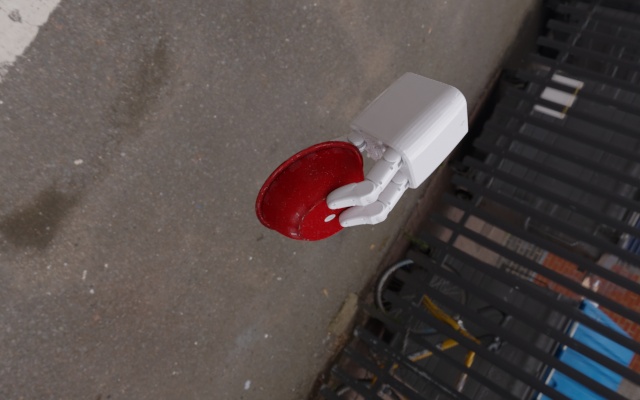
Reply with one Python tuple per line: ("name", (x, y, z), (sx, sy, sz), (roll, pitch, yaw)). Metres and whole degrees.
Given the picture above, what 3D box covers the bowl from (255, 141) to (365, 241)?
("bowl", (-0.001, 0.003, 0.616), (0.162, 0.055, 0.162), (-24, -33, -17))
